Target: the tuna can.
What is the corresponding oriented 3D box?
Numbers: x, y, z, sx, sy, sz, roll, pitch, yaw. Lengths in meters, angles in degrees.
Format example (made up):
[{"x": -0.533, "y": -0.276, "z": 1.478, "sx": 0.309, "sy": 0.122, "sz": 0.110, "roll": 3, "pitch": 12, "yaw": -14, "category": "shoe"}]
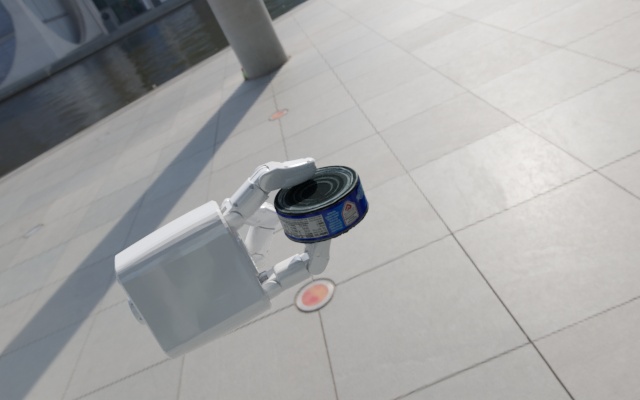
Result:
[{"x": 0.000, "y": 0.001, "z": 0.450, "sx": 0.086, "sy": 0.034, "sz": 0.086, "roll": -16, "pitch": 28, "yaw": 9, "category": "tuna can"}]
